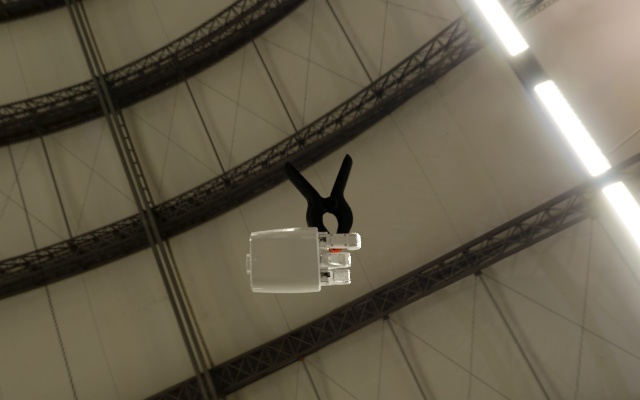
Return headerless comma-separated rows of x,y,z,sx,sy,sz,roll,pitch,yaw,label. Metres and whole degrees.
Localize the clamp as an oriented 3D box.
0.000,0.003,0.797,0.120,0.171,0.039,-2,-18,-5,clamp
